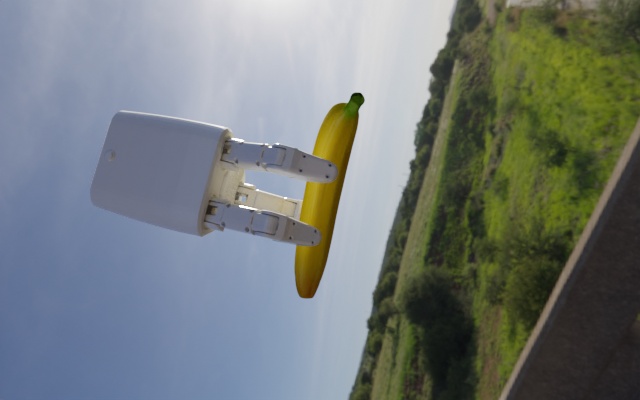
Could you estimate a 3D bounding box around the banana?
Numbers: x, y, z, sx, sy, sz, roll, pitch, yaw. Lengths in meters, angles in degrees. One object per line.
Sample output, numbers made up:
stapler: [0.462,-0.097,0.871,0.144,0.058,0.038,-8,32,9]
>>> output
banana: [0.002,-0.007,0.451,0.037,0.198,0.069,13,17,1]
